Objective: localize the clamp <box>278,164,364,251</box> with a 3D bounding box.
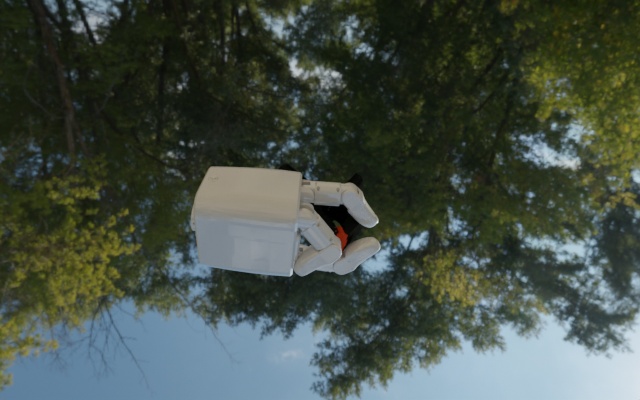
[{"bbox_3d":[0.000,0.003,0.601,0.120,0.039,0.171,6,28,-3],"label":"clamp"}]
